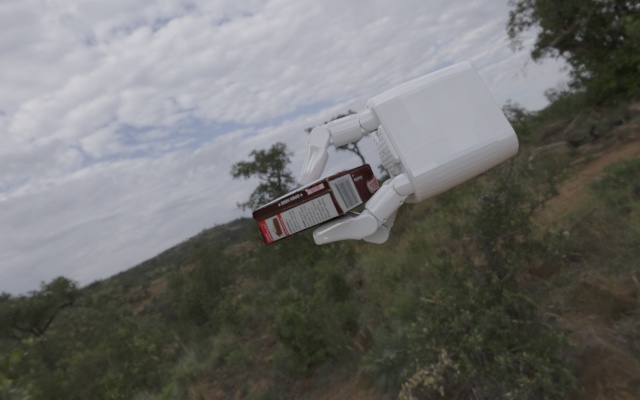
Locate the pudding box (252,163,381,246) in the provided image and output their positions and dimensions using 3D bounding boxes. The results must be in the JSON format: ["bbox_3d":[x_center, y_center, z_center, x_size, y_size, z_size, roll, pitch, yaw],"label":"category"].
[{"bbox_3d":[0.000,0.001,0.472,0.090,0.039,0.113,-24,-2,27],"label":"pudding box"}]
